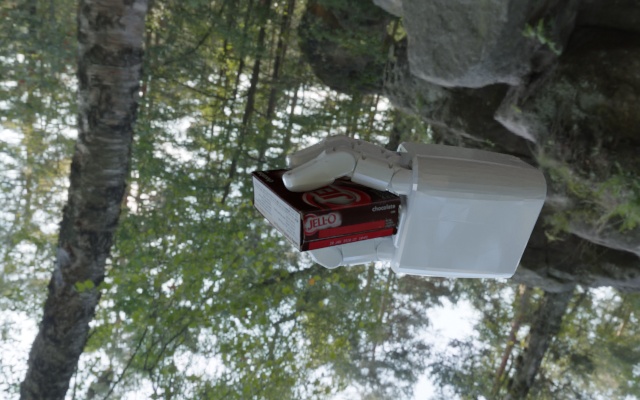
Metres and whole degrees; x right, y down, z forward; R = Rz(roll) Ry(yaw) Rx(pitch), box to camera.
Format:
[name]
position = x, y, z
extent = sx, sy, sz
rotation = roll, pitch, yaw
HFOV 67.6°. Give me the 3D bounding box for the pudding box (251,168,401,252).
[pudding box]
position = 0.000, 0.002, 0.413
extent = 0.090, 0.039, 0.113
rotation = -7, 20, -27
